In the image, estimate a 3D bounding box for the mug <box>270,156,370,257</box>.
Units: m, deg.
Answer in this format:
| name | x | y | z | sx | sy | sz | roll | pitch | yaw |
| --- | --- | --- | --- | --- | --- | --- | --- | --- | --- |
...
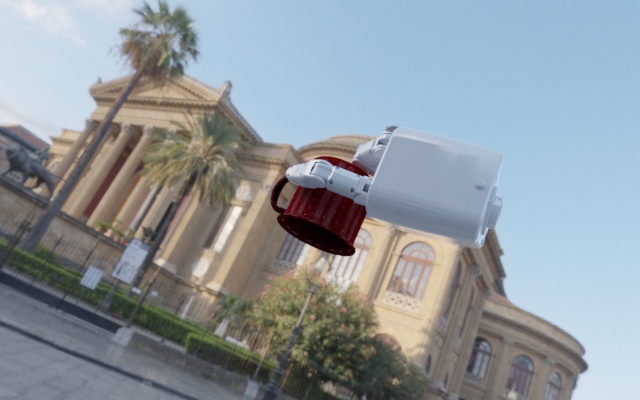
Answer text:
| name | x | y | z | sx | sy | sz | roll | pitch | yaw |
| --- | --- | --- | --- | --- | --- | --- | --- | --- | --- |
| mug | -0.001 | 0.001 | 0.534 | 0.117 | 0.081 | 0.093 | 17 | -21 | 23 |
